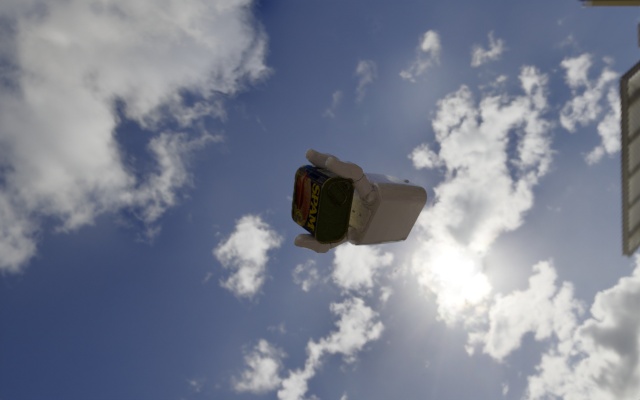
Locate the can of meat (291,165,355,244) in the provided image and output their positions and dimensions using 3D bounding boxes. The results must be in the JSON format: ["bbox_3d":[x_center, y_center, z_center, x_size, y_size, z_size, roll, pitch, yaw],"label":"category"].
[{"bbox_3d":[0.000,0.002,0.721,0.057,0.102,0.084,-3,20,-32],"label":"can of meat"}]
